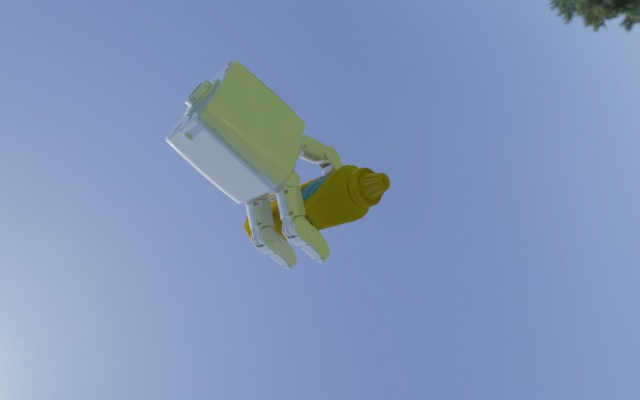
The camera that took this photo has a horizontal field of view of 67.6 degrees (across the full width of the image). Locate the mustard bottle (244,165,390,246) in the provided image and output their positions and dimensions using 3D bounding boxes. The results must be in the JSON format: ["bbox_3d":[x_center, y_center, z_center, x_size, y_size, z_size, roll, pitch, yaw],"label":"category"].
[{"bbox_3d":[0.000,0.002,0.540,0.192,0.058,0.096,-19,13,46],"label":"mustard bottle"}]
